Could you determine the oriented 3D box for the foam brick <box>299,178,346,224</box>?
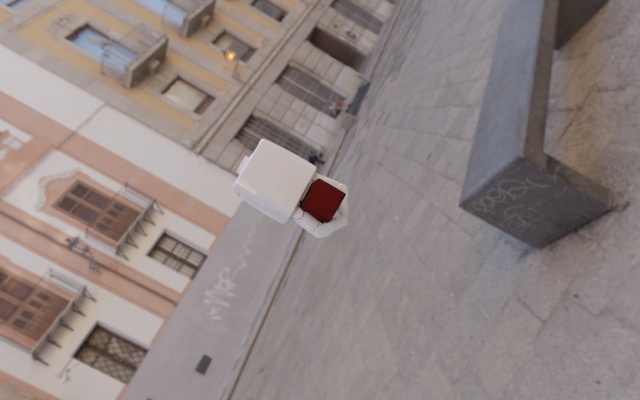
[{"bbox_3d":[0.000,0.002,0.780,0.051,0.053,0.078,31,-11,-6],"label":"foam brick"}]
